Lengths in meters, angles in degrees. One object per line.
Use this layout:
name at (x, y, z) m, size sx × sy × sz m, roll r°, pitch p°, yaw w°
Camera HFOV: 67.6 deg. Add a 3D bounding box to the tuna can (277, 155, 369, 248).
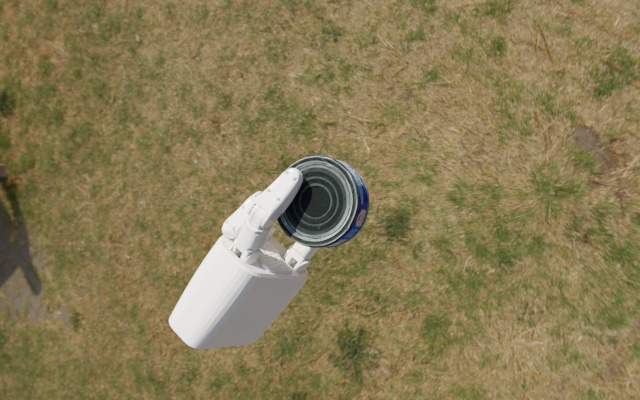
tuna can at (0.000, 0.001, 0.446) m, size 0.086 × 0.086 × 0.034 m, roll 0°, pitch -4°, yaw 22°
